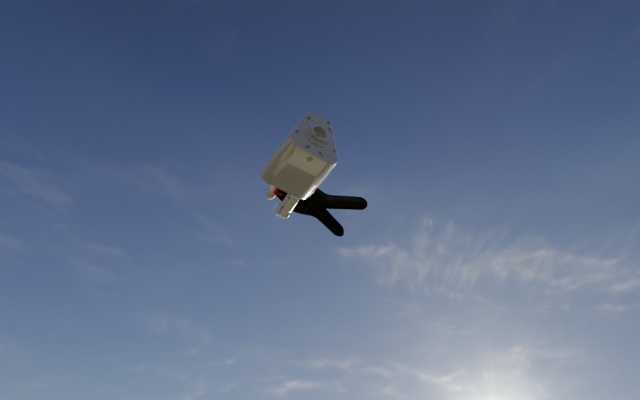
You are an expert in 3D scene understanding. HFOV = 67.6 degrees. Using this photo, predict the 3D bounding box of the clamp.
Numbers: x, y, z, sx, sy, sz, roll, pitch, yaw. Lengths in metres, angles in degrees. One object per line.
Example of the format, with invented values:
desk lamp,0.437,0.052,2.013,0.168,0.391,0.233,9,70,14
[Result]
clamp,0.000,0.002,0.898,0.171,0.039,0.120,27,-47,-18
